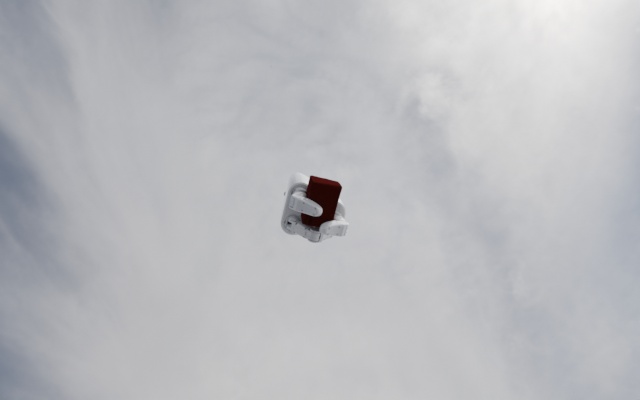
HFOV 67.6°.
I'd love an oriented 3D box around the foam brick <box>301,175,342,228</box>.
[{"bbox_3d":[0.000,0.002,0.811,0.053,0.078,0.051,13,14,-8],"label":"foam brick"}]
